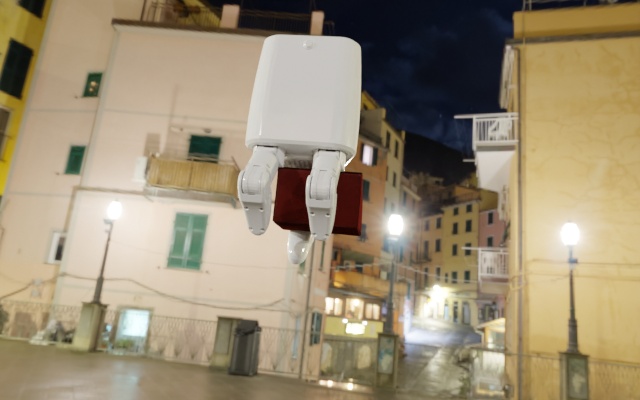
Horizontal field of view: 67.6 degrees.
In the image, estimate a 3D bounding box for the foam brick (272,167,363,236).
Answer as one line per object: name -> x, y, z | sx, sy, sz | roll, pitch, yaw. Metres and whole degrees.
foam brick -> 0.000, 0.002, 0.440 | 0.078, 0.051, 0.053 | 5, -11, 7
